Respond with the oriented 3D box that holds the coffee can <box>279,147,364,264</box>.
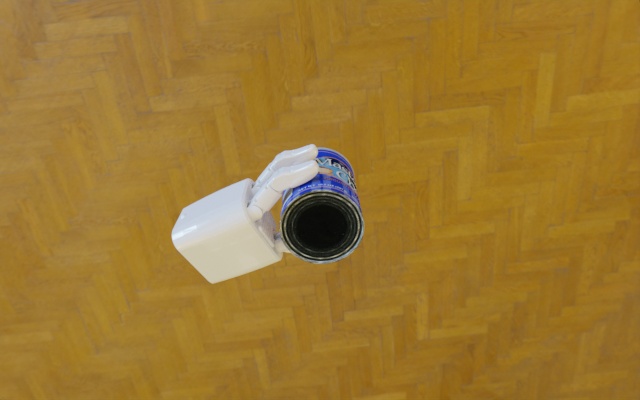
[{"bbox_3d":[0.000,0.002,0.631,0.103,0.103,0.140,0,27,-2],"label":"coffee can"}]
